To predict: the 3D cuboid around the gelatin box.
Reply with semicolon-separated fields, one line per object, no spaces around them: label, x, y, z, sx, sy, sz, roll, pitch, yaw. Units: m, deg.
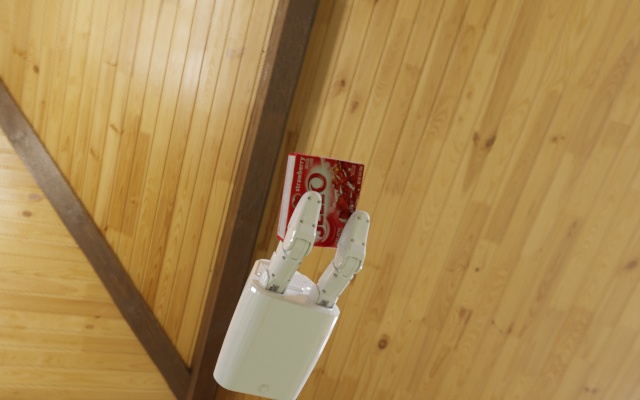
gelatin box;0.000;0.001;0.474;0.073;0.089;0.030;7;4;-20
